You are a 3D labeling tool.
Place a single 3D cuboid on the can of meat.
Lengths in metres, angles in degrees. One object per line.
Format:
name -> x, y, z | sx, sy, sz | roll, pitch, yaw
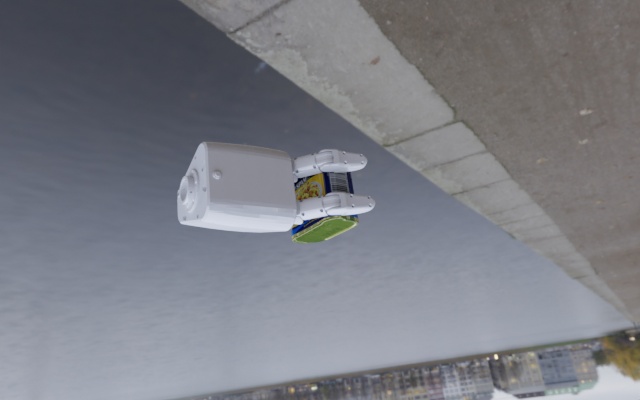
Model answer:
can of meat -> 0.000, 0.002, 0.613 | 0.057, 0.084, 0.102 | 8, -26, -36
